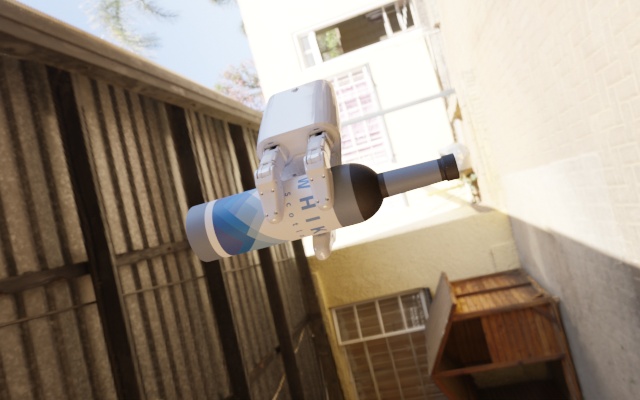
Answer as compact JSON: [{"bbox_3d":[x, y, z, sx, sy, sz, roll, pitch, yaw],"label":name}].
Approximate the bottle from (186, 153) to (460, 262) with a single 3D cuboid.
[{"bbox_3d":[0.000,0.002,0.519,0.296,0.069,0.069,-15,-4,14],"label":"bottle"}]
